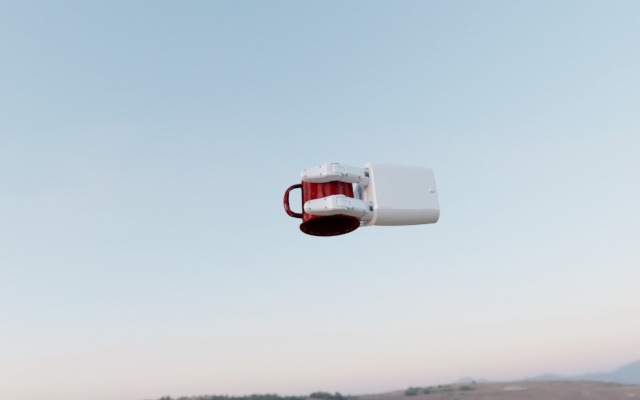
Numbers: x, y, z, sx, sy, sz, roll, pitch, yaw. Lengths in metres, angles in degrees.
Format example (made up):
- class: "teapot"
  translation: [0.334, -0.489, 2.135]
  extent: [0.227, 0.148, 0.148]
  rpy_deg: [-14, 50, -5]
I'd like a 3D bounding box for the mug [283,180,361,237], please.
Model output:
- class: "mug"
  translation: [-0.001, 0.002, 0.733]
  extent: [0.117, 0.081, 0.093]
  rpy_deg: [3, -24, -14]
